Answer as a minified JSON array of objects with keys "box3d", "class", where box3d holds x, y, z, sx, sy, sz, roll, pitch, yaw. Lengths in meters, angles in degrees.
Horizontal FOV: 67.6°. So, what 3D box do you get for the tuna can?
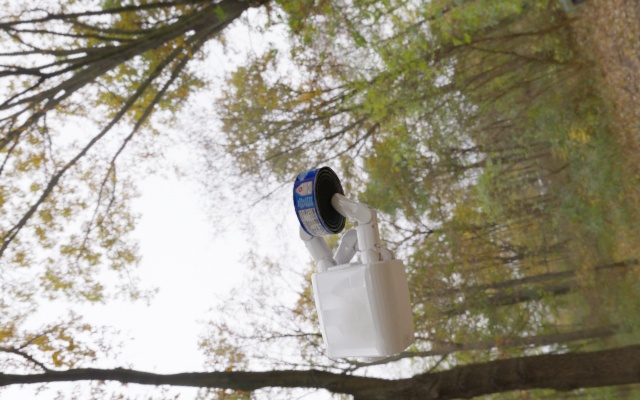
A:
[{"box3d":[0.000,0.002,0.598,0.034,0.086,0.086,-11,-5,26],"class":"tuna can"}]
